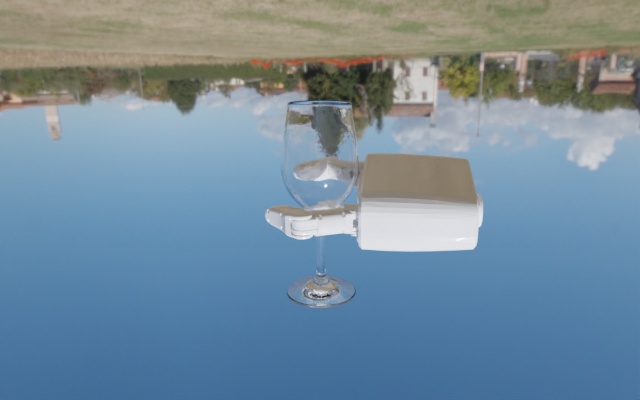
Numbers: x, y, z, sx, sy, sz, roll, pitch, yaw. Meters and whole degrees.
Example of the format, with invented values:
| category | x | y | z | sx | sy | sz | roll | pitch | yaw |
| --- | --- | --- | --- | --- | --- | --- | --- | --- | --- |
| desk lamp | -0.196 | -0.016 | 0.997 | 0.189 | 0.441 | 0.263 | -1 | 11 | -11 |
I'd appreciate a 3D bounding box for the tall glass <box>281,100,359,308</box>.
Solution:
| category | x | y | z | sx | sy | sz | roll | pitch | yaw |
| --- | --- | --- | --- | --- | --- | --- | --- | --- | --- |
| tall glass | 0.000 | 0.002 | 0.485 | 0.079 | 0.201 | 0.079 | -1 | 15 | 0 |
